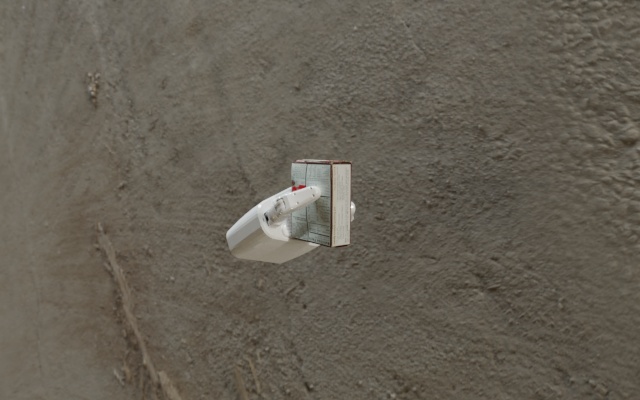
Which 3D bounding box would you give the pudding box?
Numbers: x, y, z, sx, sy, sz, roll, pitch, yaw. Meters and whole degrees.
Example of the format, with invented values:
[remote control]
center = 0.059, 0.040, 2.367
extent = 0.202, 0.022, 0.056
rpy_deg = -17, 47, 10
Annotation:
[pudding box]
center = 0.000, 0.002, 0.642
extent = 0.039, 0.113, 0.090
rpy_deg = -7, 10, -39
